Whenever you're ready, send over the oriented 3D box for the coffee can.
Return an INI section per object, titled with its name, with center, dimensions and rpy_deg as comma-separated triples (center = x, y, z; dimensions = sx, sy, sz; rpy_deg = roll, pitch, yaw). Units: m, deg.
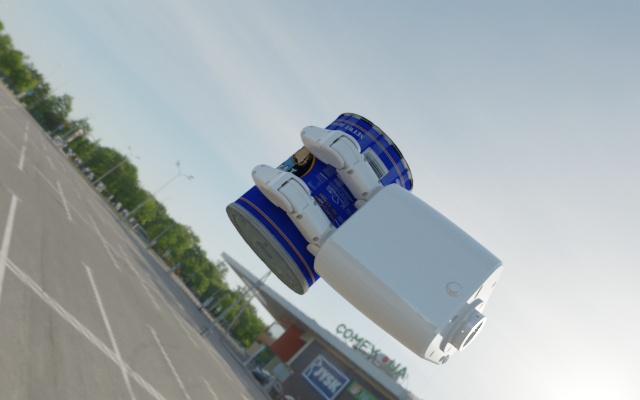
[coffee can]
center = 0.000, 0.001, 0.439
dimensions = 0.140, 0.103, 0.103
rpy_deg = -41, 14, -17
